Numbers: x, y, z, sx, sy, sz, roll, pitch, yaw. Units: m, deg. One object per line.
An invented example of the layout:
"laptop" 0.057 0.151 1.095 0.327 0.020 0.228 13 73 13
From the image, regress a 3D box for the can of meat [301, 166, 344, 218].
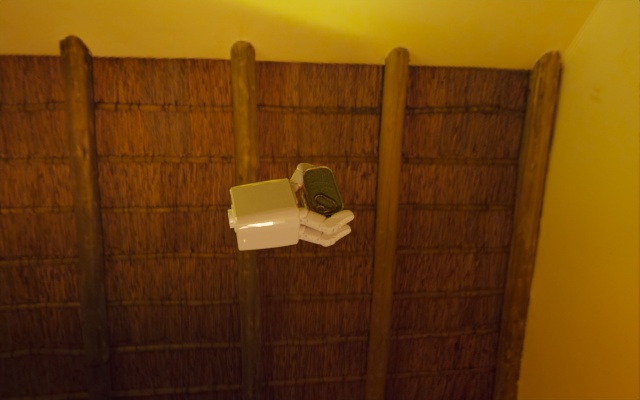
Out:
"can of meat" 0.000 0.003 0.870 0.057 0.102 0.084 -10 -31 -13
